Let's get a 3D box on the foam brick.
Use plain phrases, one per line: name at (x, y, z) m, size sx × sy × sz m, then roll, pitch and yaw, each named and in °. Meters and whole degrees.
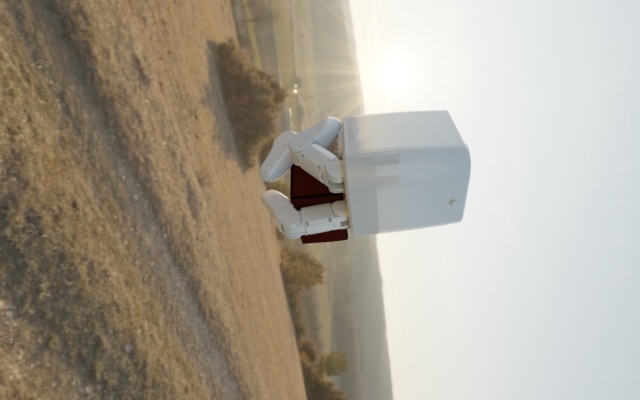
foam brick at (0.000, 0.002, 0.497) m, size 0.051 × 0.053 × 0.078 m, roll -6°, pitch -40°, yaw 4°
